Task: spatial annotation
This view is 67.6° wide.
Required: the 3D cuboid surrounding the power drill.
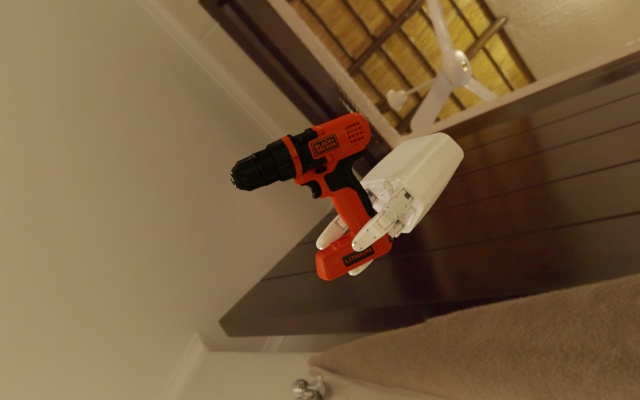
[{"bbox_3d":[0.000,0.002,0.605,0.184,0.188,0.057,-24,15,-10],"label":"power drill"}]
